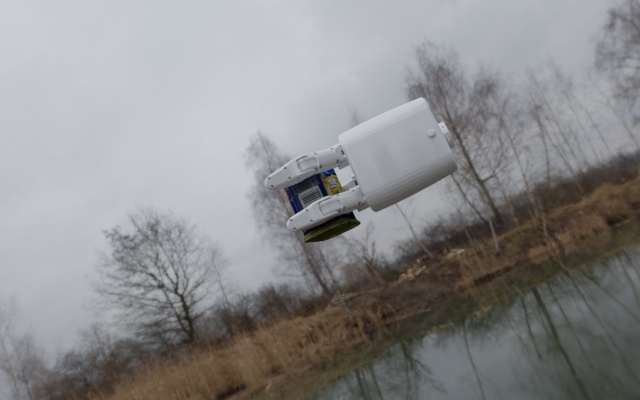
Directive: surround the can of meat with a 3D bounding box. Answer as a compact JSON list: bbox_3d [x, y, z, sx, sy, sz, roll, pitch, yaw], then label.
[{"bbox_3d":[0.000,0.002,0.587,0.057,0.084,0.102,-26,-10,15],"label":"can of meat"}]
